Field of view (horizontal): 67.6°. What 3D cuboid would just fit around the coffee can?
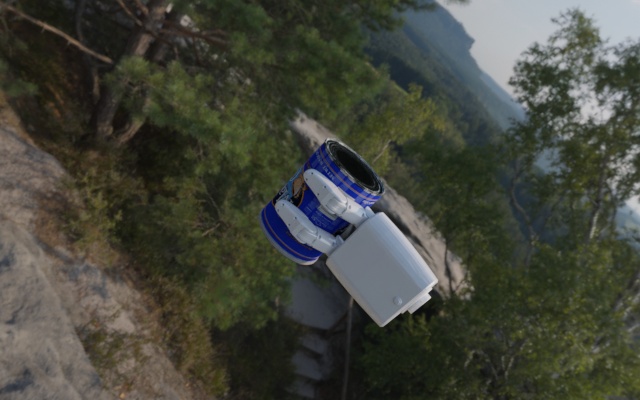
[{"bbox_3d":[0.000,0.002,0.634,0.140,0.102,0.103,-46,-21,21],"label":"coffee can"}]
